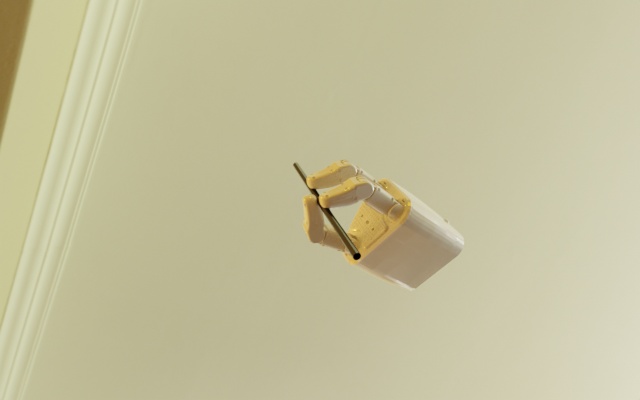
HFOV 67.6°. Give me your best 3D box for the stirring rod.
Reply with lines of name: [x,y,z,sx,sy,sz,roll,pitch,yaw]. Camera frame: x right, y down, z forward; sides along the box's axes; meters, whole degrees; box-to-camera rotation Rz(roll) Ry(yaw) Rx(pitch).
stirring rod: [0.000,0.002,0.541,0.011,0.011,0.239,0,24,-18]
